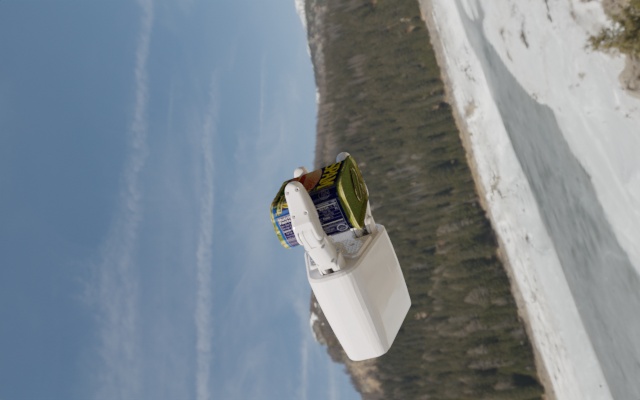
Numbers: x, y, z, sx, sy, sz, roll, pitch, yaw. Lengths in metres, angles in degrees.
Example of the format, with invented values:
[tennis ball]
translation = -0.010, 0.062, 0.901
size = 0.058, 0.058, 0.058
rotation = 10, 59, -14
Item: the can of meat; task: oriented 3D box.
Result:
[can of meat]
translation = 0.000, 0.002, 0.511
size = 0.084, 0.057, 0.102
rotation = -19, 20, 18
